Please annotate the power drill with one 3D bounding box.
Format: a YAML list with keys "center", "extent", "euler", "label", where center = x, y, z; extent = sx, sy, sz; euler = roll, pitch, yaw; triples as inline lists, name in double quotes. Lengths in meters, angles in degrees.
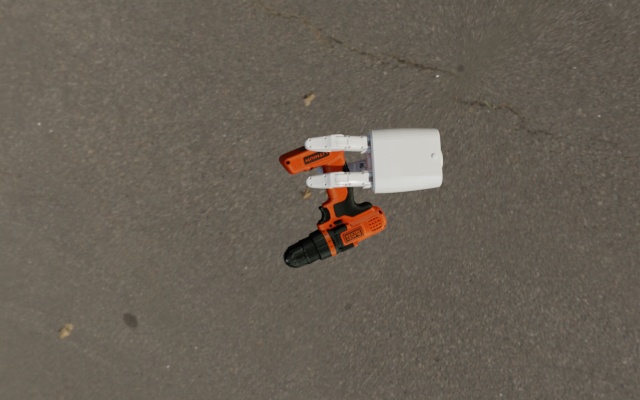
- center: [0.000, 0.002, 0.779]
  extent: [0.184, 0.188, 0.057]
  euler: [-25, 19, -10]
  label: "power drill"
